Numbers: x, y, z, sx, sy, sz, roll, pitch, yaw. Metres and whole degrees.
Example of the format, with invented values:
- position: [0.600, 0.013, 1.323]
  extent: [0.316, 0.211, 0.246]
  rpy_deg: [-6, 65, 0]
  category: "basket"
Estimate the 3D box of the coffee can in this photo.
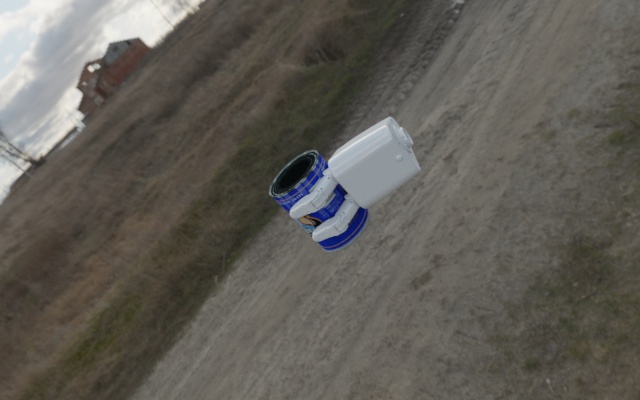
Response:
- position: [0.000, 0.003, 0.782]
  extent: [0.140, 0.102, 0.103]
  rpy_deg: [47, -24, -24]
  category: "coffee can"
